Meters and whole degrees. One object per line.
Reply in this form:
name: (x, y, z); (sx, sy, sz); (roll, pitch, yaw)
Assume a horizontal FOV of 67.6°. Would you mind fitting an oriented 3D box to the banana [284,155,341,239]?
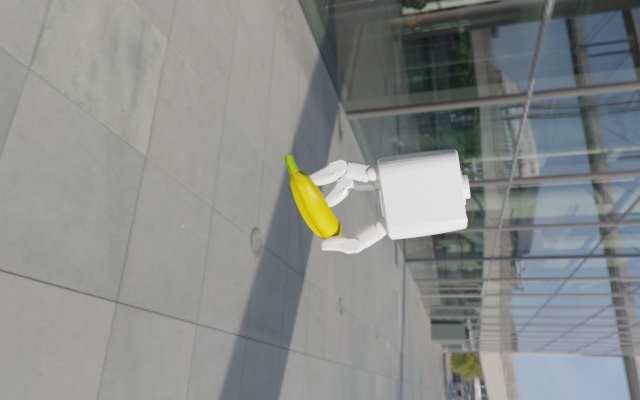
banana: (0.000, 0.016, 0.679); (0.037, 0.069, 0.198); (-12, -36, 13)
